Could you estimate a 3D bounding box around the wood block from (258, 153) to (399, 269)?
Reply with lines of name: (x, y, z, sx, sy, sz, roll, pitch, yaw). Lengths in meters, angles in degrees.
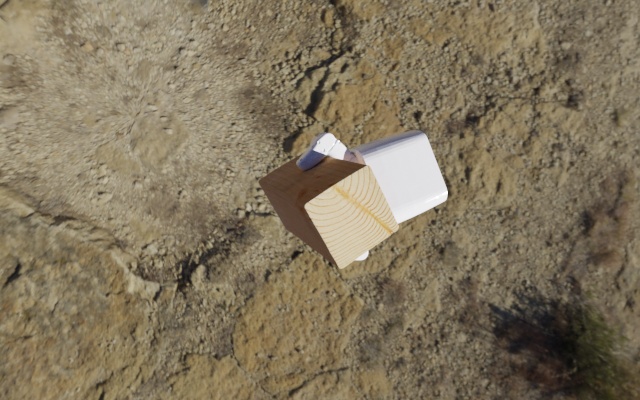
wood block: (0.000, 0.002, 0.626, 0.090, 0.091, 0.206, -33, 19, -13)
